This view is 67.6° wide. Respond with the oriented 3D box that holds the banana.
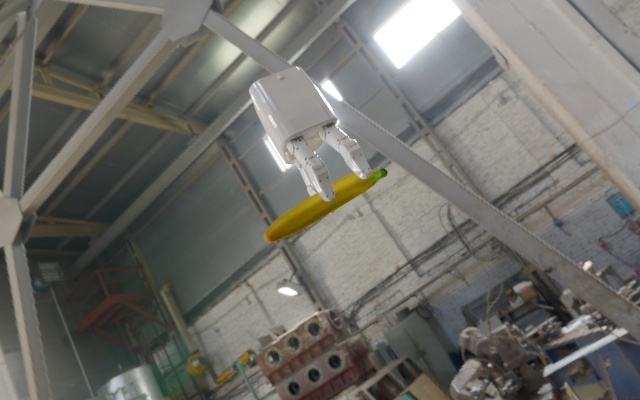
[{"bbox_3d":[0.005,0.002,0.702,0.198,0.037,0.069,-31,-7,3],"label":"banana"}]
